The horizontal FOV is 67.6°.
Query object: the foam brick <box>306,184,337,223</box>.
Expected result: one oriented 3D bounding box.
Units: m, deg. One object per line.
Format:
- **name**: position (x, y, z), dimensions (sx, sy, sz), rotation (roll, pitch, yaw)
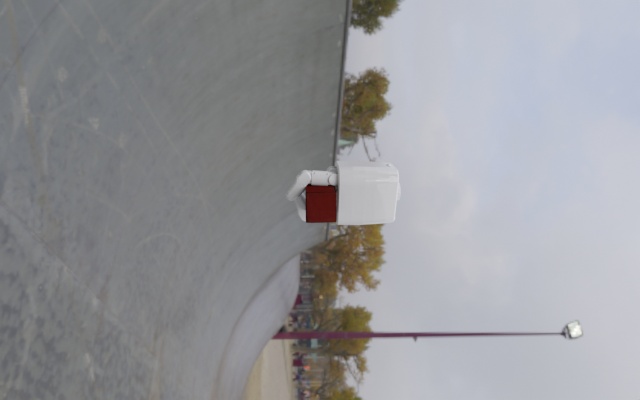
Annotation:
- **foam brick**: position (0.000, 0.003, 0.814), dimensions (0.051, 0.053, 0.078), rotation (0, 14, -2)
